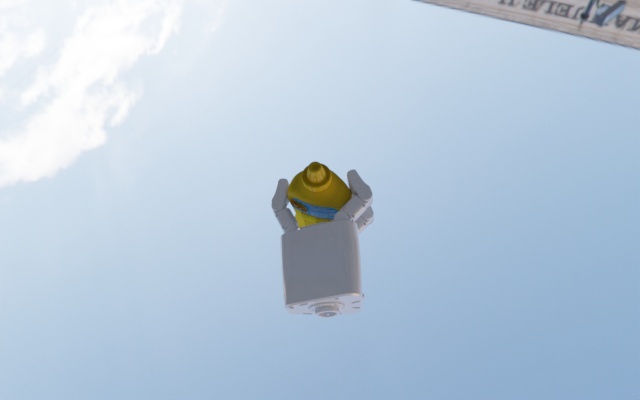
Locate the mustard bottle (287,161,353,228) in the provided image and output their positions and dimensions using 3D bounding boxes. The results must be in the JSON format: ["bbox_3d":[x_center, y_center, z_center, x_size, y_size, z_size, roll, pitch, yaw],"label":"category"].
[{"bbox_3d":[0.000,0.002,0.710,0.096,0.058,0.192,16,-26,14],"label":"mustard bottle"}]
